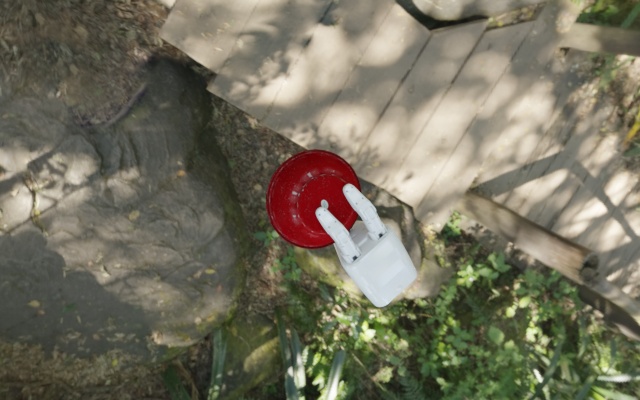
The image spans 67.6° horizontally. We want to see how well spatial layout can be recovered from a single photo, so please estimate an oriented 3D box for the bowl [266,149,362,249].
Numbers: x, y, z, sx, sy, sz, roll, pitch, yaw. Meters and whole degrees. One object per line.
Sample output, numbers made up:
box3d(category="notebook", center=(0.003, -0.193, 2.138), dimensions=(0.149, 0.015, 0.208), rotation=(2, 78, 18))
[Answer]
box3d(category="bowl", center=(-0.001, 0.002, 0.740), dimensions=(0.162, 0.162, 0.055), rotation=(0, 8, -19))
